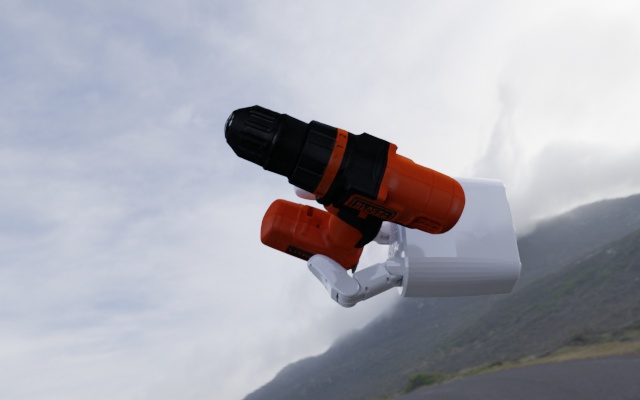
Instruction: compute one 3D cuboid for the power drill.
[{"bbox_3d":[0.000,0.002,0.410,0.184,0.057,0.188,22,-24,-8],"label":"power drill"}]
